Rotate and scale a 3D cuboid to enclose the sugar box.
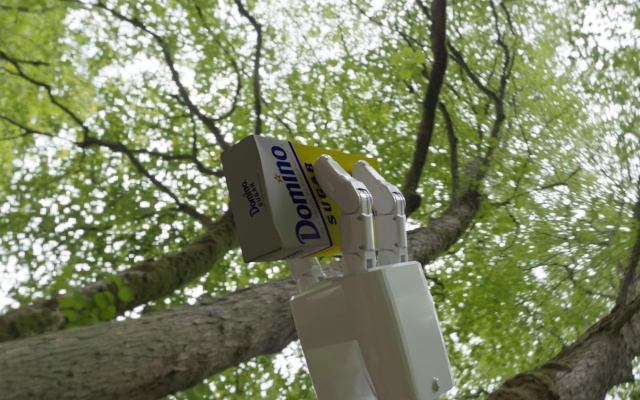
[{"bbox_3d":[0.001,0.001,0.421,0.048,0.093,0.176,-24,-16,33],"label":"sugar box"}]
